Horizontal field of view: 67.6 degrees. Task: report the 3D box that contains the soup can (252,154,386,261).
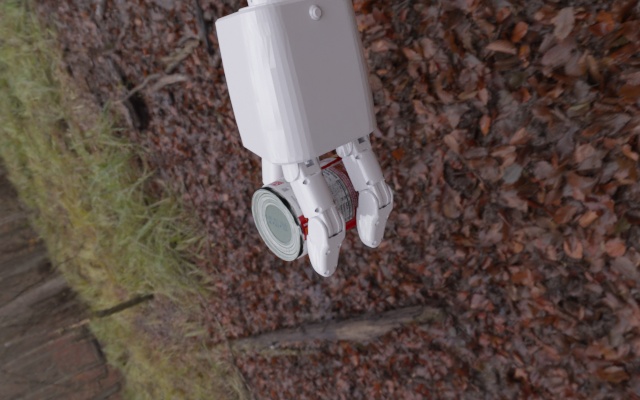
[{"bbox_3d":[0.000,0.002,0.419,0.102,0.068,0.068,-27,16,-34],"label":"soup can"}]
